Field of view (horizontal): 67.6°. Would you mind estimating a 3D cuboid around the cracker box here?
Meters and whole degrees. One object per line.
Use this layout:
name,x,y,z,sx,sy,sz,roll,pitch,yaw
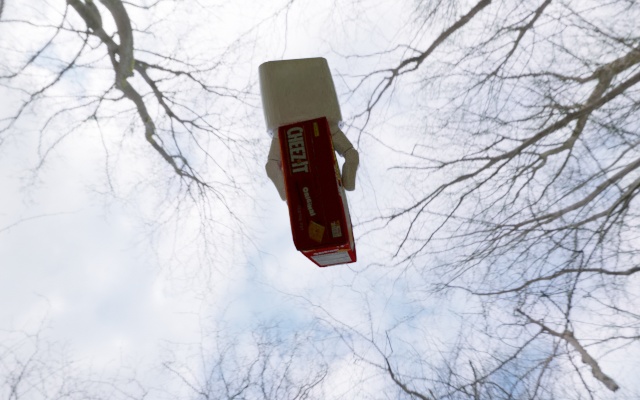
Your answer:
cracker box,0.000,0.002,0.674,0.072,0.164,0.214,-11,-14,5
